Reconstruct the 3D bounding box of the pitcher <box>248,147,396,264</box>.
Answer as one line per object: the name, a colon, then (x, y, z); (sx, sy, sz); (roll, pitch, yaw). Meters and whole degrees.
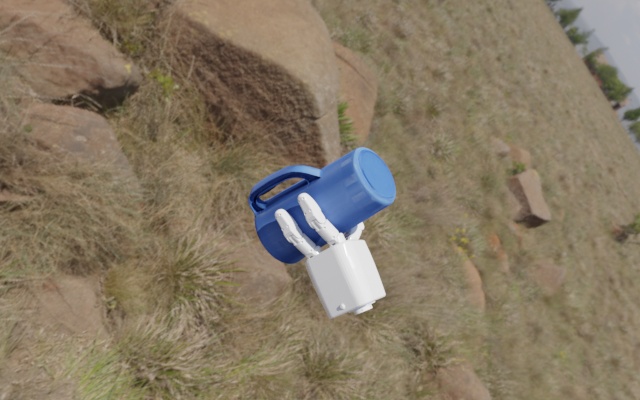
pitcher: (0.000, 0.003, 0.837); (0.243, 0.145, 0.149); (-32, -16, 33)
